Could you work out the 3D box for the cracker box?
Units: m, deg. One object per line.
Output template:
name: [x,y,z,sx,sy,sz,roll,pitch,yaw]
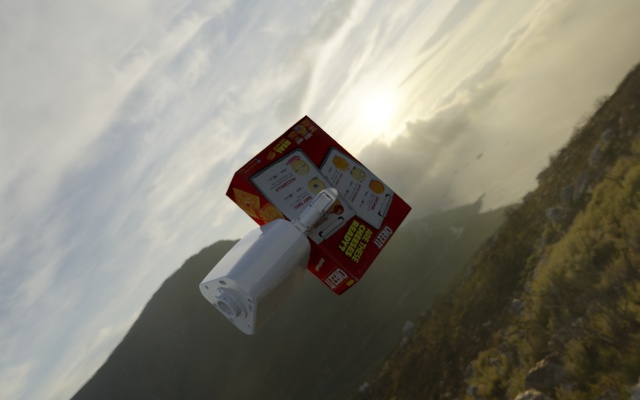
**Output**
cracker box: [0.000,0.002,0.683,0.164,0.213,0.072,-46,-3,-37]
